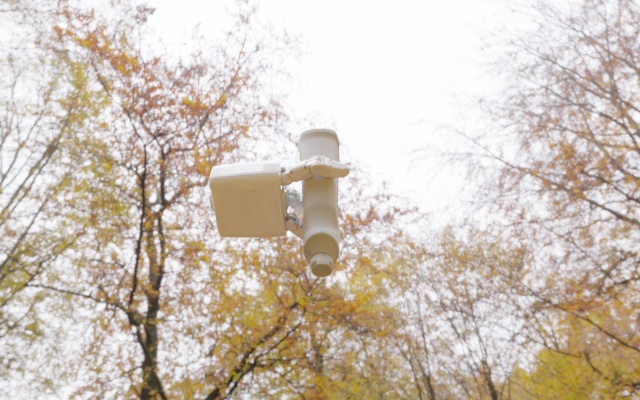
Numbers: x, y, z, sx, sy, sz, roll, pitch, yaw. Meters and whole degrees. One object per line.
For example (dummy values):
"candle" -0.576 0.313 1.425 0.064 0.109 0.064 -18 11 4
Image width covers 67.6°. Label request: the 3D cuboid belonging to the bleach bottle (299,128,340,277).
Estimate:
"bleach bottle" 0.000 0.002 0.723 0.068 0.103 0.250 -3 43 2
